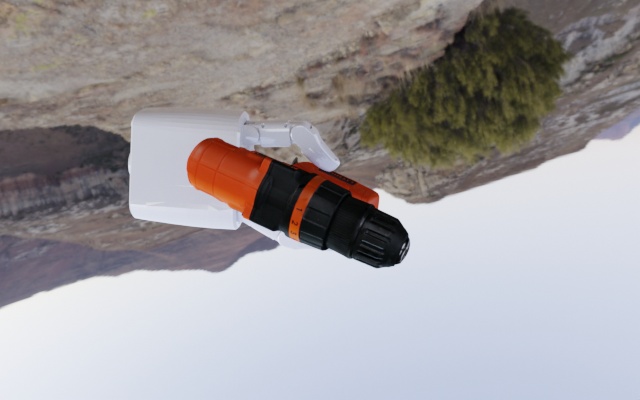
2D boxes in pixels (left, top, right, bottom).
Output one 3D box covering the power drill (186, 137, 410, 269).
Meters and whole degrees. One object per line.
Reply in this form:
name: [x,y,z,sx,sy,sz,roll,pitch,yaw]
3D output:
power drill: [0.000,0.001,0.427,0.184,0.057,0.187,25,5,15]
